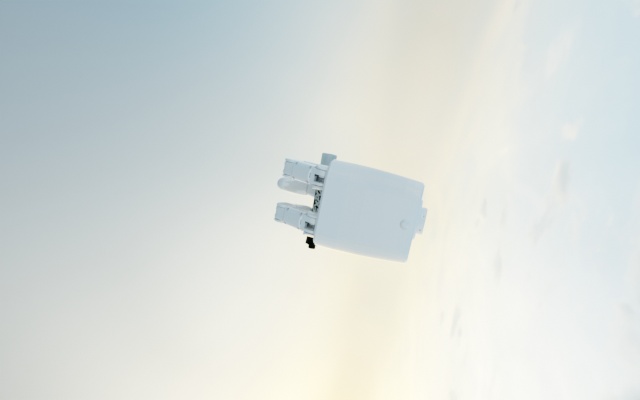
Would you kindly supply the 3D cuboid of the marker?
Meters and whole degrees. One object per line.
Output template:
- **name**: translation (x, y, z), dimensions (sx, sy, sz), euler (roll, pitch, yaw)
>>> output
- **marker**: translation (0.000, 0.002, 0.591), dimensions (0.020, 0.121, 0.020), euler (11, 10, -2)
